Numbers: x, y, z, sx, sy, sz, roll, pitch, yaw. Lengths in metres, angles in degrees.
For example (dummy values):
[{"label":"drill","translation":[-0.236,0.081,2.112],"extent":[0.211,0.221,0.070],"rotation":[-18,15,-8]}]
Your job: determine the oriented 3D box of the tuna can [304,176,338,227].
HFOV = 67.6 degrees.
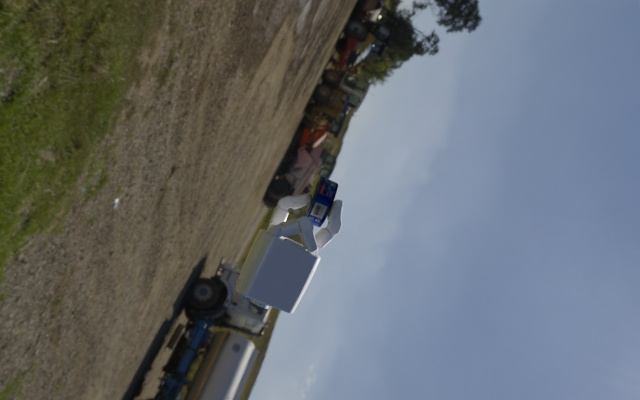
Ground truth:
[{"label":"tuna can","translation":[0.001,0.003,0.833],"extent":[0.034,0.086,0.086],"rotation":[23,-2,-4]}]
